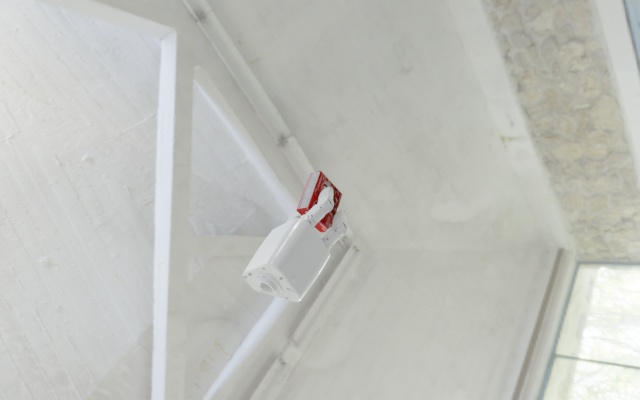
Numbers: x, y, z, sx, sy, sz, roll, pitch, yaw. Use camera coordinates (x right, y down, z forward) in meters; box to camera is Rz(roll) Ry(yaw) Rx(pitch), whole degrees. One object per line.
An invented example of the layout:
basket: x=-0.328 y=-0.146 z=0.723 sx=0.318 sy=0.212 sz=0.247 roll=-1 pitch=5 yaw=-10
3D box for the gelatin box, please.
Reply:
gelatin box: x=0.000 y=0.003 z=0.878 sx=0.030 sy=0.089 sz=0.073 roll=-11 pitch=-43 yaw=38
